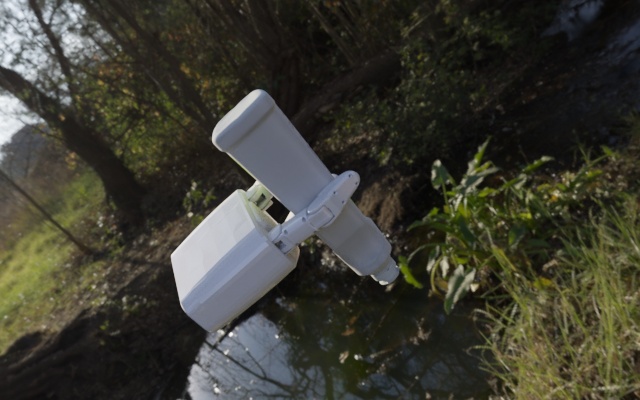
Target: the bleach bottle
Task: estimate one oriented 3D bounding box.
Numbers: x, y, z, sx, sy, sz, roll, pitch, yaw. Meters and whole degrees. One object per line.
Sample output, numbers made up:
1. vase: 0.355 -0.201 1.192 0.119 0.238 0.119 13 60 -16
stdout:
1. bleach bottle: 0.000 0.002 0.495 0.068 0.251 0.102 -42 20 3
